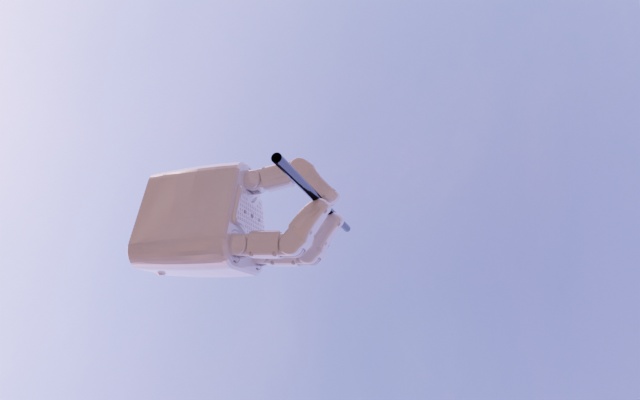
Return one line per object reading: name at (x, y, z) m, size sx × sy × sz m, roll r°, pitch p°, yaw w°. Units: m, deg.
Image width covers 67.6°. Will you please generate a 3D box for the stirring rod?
stirring rod at (0.000, 0.001, 0.446) m, size 0.011 × 0.011 × 0.239 m, roll 0°, pitch -15°, yaw 15°
